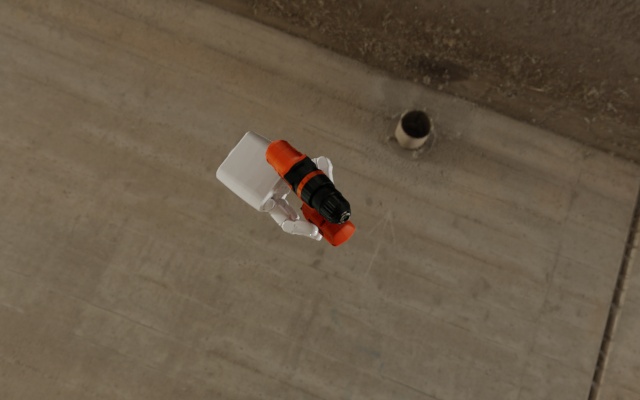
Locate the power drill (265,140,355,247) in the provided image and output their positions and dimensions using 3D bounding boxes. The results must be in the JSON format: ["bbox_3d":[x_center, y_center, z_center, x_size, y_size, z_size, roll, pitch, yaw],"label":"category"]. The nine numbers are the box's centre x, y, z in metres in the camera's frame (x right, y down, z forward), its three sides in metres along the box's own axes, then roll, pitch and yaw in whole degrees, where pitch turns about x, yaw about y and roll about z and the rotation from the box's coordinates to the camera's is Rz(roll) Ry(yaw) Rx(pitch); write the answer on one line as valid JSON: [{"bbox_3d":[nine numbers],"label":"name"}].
[{"bbox_3d":[0.000,0.003,0.768,0.184,0.057,0.188,47,-8,33],"label":"power drill"}]
